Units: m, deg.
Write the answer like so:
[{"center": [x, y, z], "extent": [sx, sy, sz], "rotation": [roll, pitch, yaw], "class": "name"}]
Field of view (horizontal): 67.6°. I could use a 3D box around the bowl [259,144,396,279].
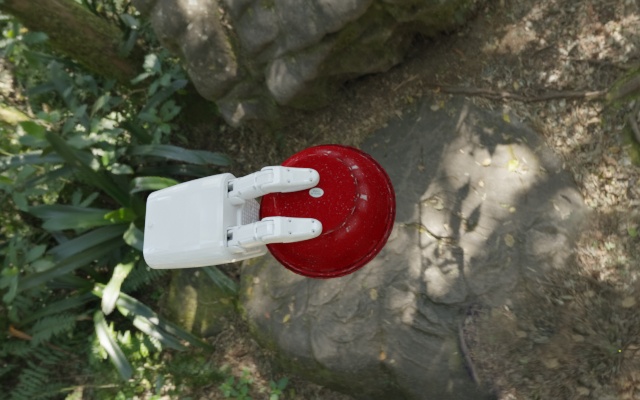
[{"center": [0.001, 0.001, 0.523], "extent": [0.162, 0.162, 0.055], "rotation": [0, -18, 13], "class": "bowl"}]
